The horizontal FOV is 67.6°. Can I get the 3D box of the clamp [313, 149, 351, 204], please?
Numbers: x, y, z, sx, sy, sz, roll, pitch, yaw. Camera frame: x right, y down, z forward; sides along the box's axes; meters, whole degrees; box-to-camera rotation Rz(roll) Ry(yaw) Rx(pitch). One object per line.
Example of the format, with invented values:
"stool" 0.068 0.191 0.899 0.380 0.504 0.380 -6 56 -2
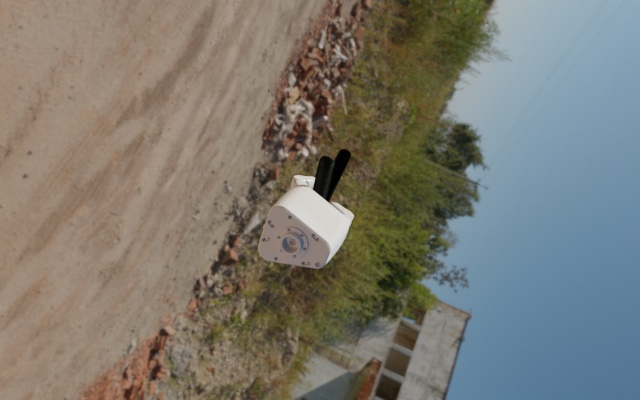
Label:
"clamp" 0.001 0.004 0.853 0.036 0.210 0.164 24 22 10
